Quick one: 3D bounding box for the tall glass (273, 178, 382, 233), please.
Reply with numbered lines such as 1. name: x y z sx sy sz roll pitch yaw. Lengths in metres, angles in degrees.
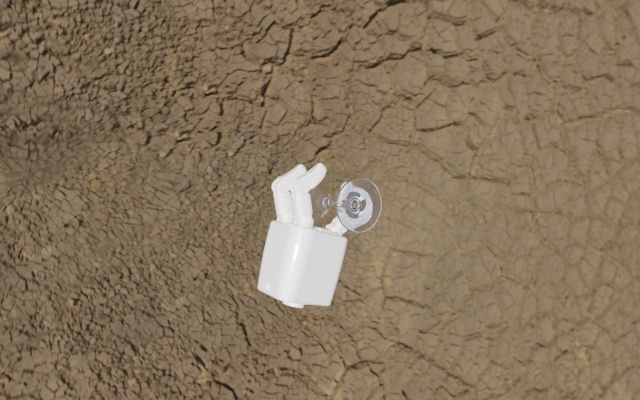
1. tall glass: 0.001 0.002 0.719 0.079 0.079 0.201 0 3 -31
